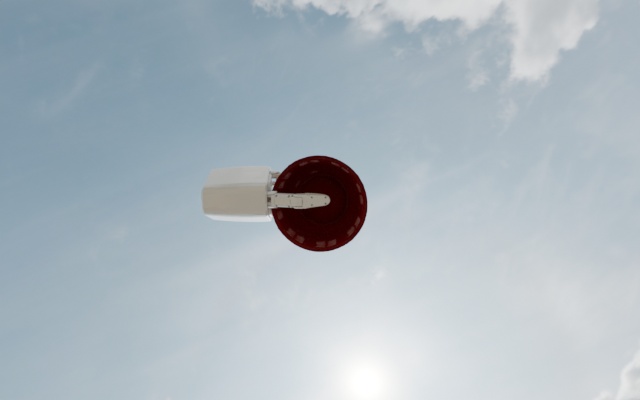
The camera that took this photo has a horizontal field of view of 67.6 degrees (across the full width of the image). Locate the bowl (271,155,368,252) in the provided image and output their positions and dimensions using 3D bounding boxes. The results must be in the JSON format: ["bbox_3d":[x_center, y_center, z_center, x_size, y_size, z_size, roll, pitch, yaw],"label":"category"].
[{"bbox_3d":[0.001,0.003,0.811,0.162,0.162,0.055,0,9,8],"label":"bowl"}]
